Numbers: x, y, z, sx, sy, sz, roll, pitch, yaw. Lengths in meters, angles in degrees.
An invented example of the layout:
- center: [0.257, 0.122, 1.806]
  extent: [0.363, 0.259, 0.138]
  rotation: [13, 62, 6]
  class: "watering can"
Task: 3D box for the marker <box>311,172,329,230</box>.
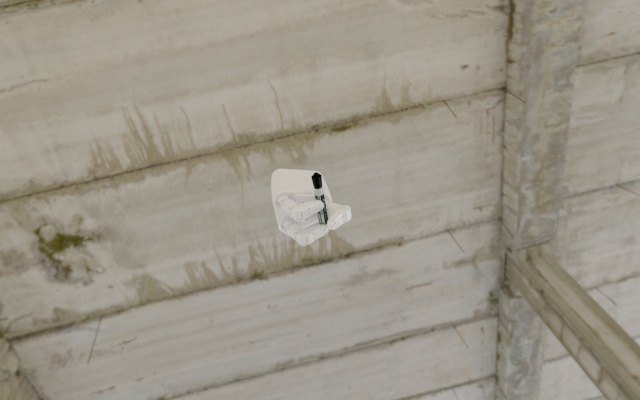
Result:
- center: [0.000, 0.003, 0.875]
  extent: [0.020, 0.121, 0.020]
  rotation: [-7, 31, 4]
  class: "marker"
